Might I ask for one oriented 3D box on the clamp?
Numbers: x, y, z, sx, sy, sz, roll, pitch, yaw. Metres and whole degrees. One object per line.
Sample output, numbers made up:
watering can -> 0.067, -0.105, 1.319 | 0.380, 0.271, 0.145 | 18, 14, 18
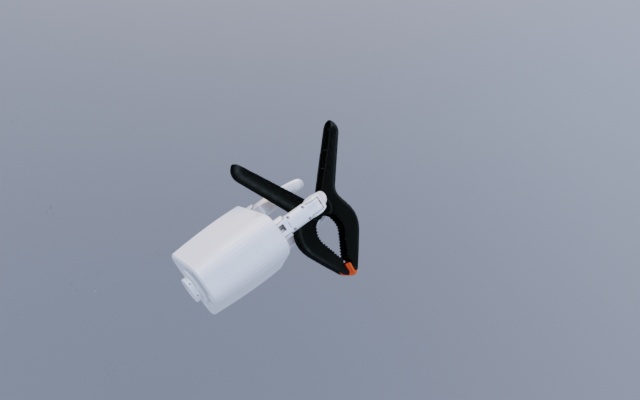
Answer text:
clamp -> 0.001, 0.003, 0.645 | 0.164, 0.210, 0.036 | -36, 6, -22
